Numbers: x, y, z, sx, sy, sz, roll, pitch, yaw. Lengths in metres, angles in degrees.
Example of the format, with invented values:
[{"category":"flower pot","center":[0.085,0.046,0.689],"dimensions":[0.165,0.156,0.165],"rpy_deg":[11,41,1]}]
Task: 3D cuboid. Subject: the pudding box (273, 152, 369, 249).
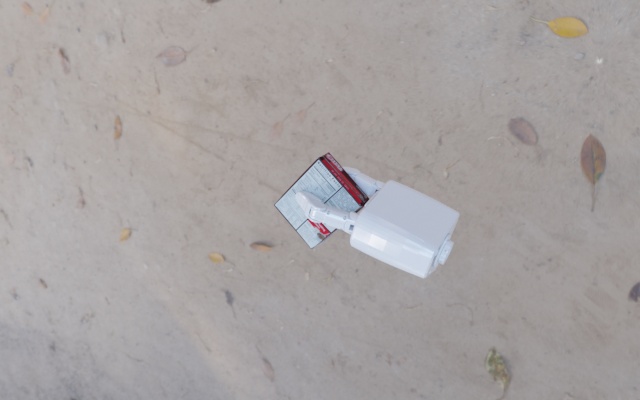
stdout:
[{"category":"pudding box","center":[0.000,0.002,0.670],"dimensions":[0.113,0.090,0.039],"rpy_deg":[-43,-6,31]}]
